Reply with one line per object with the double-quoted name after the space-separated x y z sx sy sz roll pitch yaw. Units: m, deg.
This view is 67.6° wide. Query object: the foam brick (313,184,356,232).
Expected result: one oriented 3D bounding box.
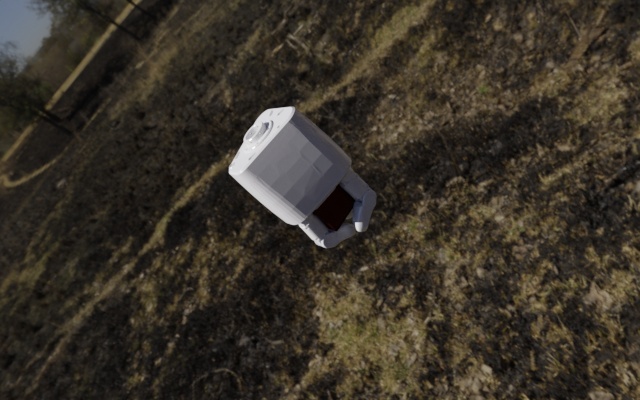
0.000 0.002 0.657 0.051 0.053 0.078 43 -17 -29 "foam brick"
